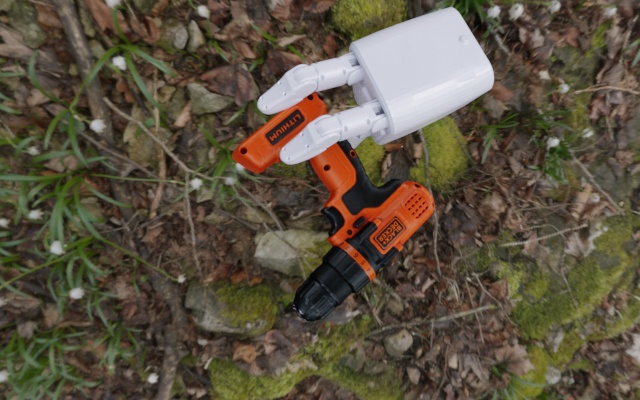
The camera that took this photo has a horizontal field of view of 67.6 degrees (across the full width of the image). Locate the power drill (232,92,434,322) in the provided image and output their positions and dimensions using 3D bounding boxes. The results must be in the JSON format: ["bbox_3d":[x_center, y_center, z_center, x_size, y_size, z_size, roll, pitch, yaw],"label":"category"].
[{"bbox_3d":[0.000,0.001,0.481,0.184,0.187,0.057,-43,8,-15],"label":"power drill"}]
